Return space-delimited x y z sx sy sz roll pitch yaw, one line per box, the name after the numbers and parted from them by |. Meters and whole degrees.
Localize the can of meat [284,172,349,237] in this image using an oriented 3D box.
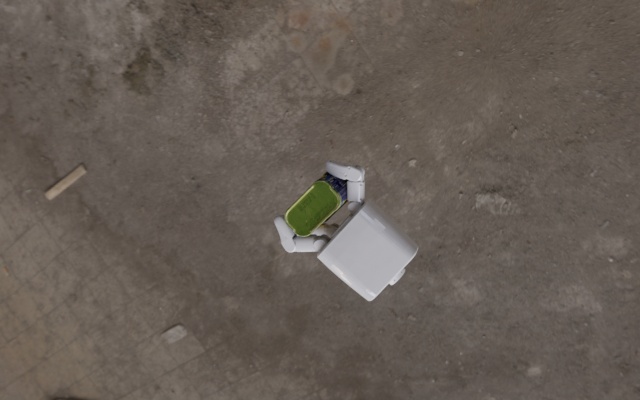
0.000 0.002 0.731 0.102 0.057 0.084 -45 -2 25 | can of meat
